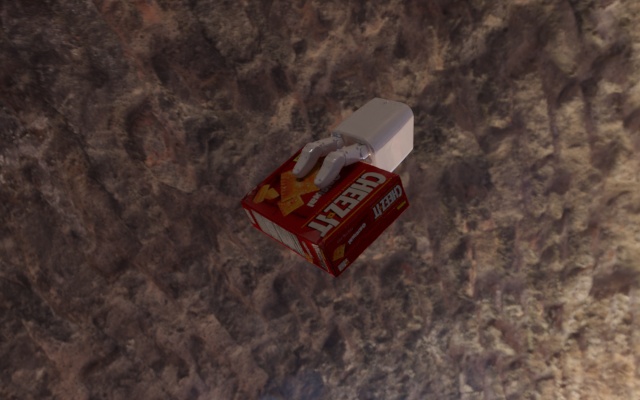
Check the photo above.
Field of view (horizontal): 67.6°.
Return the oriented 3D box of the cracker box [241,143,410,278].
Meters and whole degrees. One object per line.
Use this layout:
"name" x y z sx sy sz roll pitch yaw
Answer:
"cracker box" 0.000 0.002 0.740 0.164 0.072 0.213 -42 40 -21
